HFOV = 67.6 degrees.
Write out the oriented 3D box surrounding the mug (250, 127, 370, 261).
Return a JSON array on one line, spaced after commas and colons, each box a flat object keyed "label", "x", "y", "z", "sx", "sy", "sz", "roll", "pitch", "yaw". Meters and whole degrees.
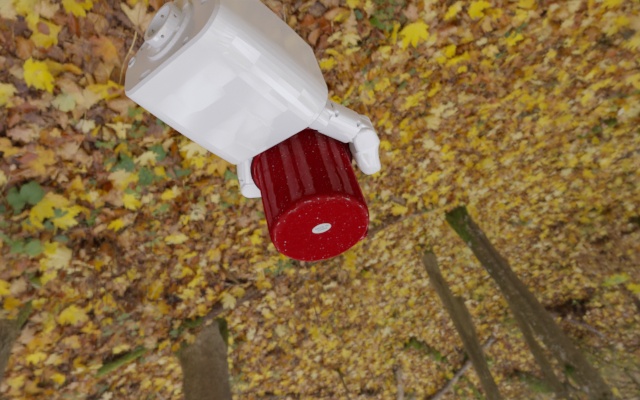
[{"label": "mug", "x": 0.001, "y": 0.002, "z": 0.410, "sx": 0.093, "sy": 0.081, "sz": 0.117, "roll": -38, "pitch": -46, "yaw": 22}]
